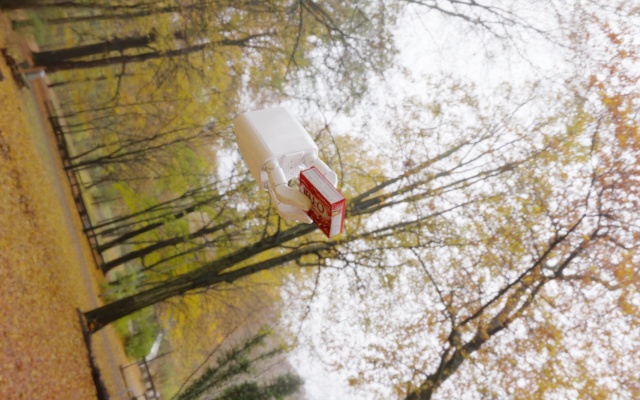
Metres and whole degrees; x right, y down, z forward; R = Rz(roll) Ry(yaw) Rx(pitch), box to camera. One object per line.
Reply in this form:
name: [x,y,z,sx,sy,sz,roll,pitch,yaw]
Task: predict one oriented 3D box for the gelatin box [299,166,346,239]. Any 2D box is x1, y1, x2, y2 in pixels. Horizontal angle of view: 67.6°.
gelatin box: [0.001,0.002,0.730,0.030,0.073,0.089,-24,51,-26]
